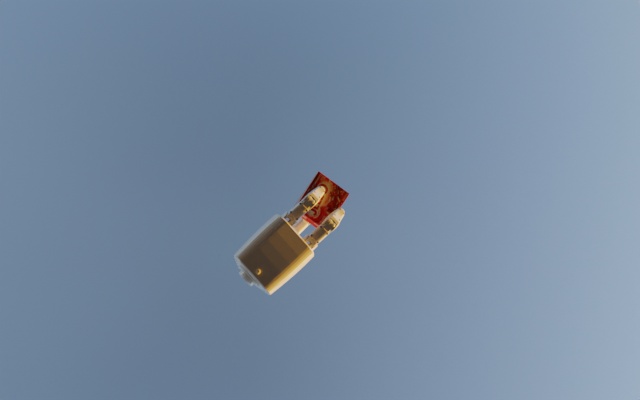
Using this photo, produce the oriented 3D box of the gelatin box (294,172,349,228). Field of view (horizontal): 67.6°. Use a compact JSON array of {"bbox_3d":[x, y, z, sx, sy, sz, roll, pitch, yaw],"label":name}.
[{"bbox_3d":[0.000,0.003,0.890,0.073,0.089,0.030,36,-20,-8],"label":"gelatin box"}]
